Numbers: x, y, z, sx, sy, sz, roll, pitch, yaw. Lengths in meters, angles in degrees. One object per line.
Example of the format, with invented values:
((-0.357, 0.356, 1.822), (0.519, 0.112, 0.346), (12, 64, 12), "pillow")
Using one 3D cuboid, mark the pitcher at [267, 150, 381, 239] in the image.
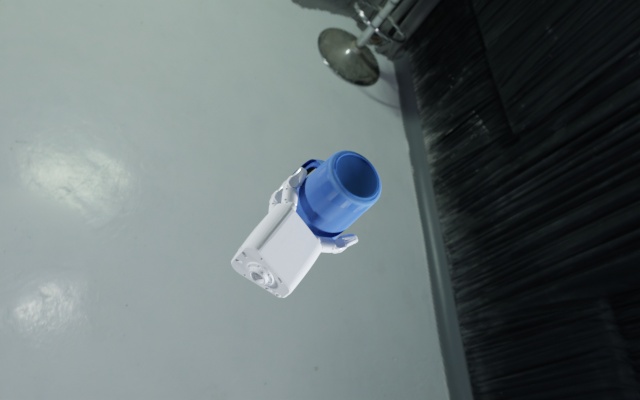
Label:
((0.000, 0.003, 0.886), (0.243, 0.149, 0.145), (-43, 5, 48), "pitcher")
